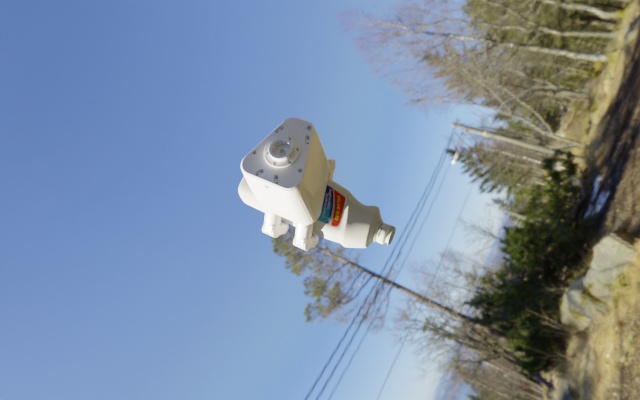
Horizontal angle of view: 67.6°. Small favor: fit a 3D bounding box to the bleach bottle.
[{"bbox_3d":[0.000,0.003,0.748,0.251,0.102,0.068,22,-21,20],"label":"bleach bottle"}]
